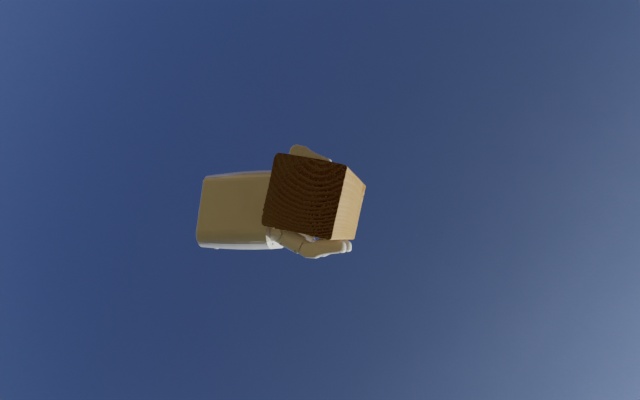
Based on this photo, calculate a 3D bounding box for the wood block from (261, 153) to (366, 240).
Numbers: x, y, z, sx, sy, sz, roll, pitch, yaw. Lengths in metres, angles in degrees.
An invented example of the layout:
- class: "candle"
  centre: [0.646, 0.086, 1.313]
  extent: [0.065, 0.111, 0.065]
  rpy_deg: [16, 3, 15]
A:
- class: "wood block"
  centre: [0.000, 0.002, 0.652]
  extent: [0.090, 0.091, 0.206]
  rpy_deg: [11, -2, 12]
